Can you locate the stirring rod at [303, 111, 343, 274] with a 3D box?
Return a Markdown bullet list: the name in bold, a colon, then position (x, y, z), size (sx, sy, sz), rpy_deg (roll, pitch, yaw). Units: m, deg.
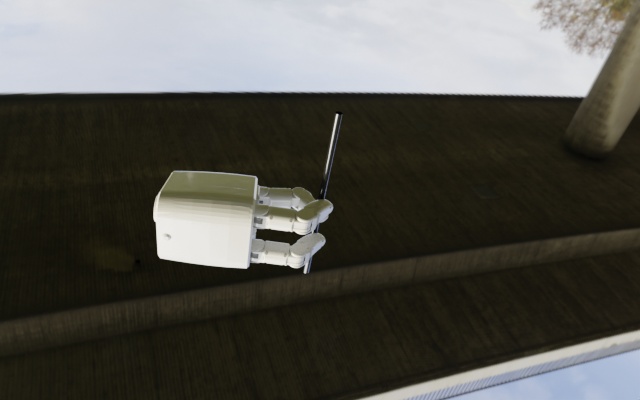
- **stirring rod**: position (0.000, 0.002, 0.578), size (0.011, 0.240, 0.011), rpy_deg (8, 37, -6)
